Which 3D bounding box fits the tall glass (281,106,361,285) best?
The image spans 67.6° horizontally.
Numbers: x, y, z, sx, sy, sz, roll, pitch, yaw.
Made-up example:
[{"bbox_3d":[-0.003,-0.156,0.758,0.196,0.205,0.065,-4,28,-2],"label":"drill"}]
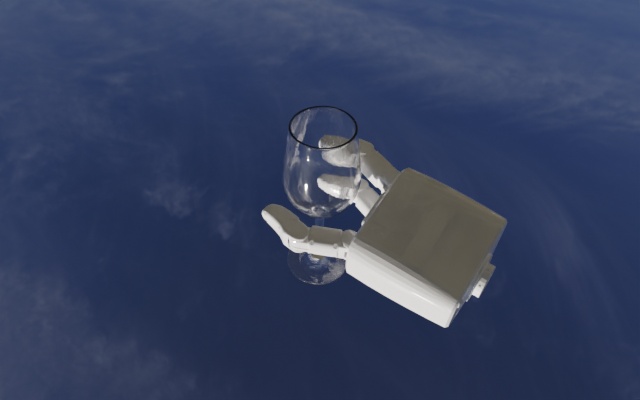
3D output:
[{"bbox_3d":[0.000,0.002,0.496,0.079,0.079,0.201,0,-43,-2],"label":"tall glass"}]
